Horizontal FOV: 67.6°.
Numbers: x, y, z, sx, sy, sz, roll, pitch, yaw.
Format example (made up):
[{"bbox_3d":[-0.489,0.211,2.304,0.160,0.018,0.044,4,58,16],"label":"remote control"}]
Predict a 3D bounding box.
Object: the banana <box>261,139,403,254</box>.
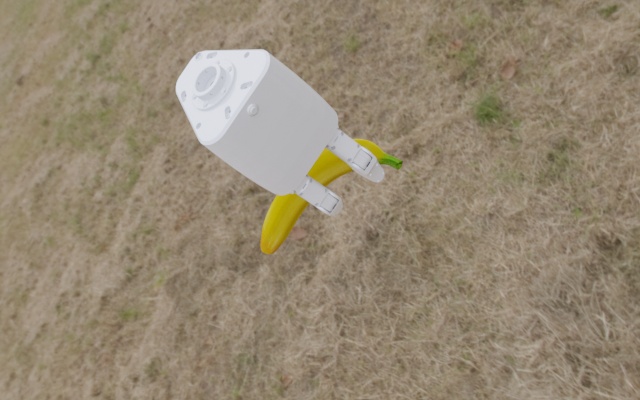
[{"bbox_3d":[-0.005,-0.015,0.559,0.198,0.069,0.037,-35,-30,16],"label":"banana"}]
